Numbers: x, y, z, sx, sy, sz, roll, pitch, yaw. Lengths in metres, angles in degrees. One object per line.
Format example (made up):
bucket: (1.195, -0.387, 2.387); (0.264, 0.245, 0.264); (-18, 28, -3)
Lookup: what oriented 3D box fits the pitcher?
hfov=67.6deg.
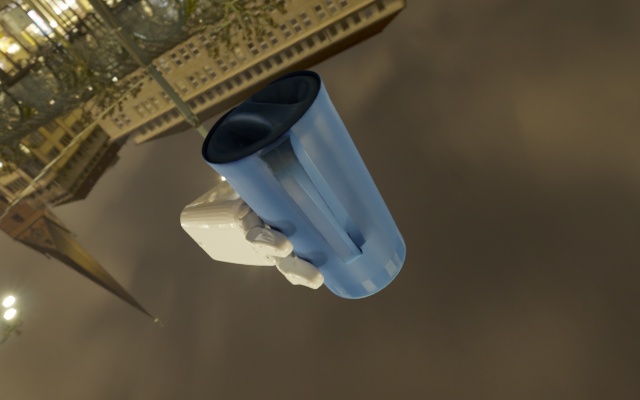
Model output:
pitcher: (0.000, 0.002, 0.502); (0.145, 0.149, 0.243); (-5, -45, 38)
